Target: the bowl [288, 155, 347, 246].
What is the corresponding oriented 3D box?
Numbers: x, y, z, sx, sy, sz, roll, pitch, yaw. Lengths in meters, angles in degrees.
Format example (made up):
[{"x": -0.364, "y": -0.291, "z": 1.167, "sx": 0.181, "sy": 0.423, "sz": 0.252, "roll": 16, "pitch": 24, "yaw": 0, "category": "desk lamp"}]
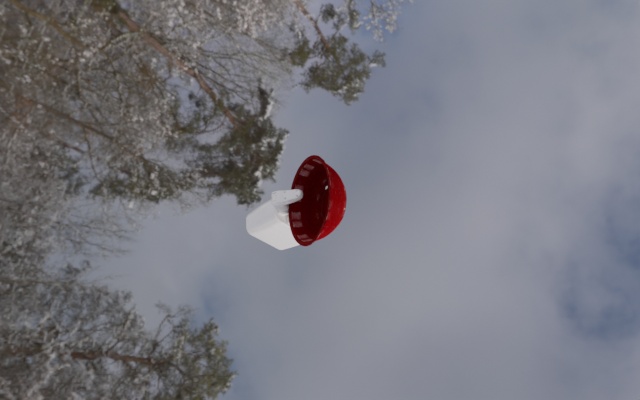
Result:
[{"x": 0.001, "y": 0.003, "z": 0.849, "sx": 0.055, "sy": 0.162, "sz": 0.162, "roll": 7, "pitch": -3, "yaw": -27, "category": "bowl"}]
